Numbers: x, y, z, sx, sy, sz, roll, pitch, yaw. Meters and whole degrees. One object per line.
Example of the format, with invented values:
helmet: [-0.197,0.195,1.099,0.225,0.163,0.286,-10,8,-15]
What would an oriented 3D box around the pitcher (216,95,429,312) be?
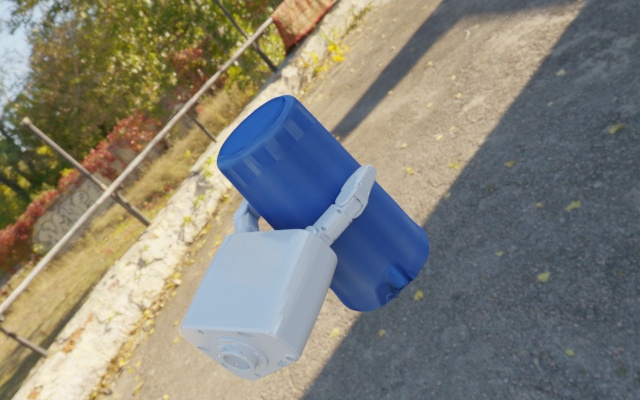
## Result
pitcher: [0.000,0.002,0.544,0.149,0.145,0.243,-21,-57,39]
